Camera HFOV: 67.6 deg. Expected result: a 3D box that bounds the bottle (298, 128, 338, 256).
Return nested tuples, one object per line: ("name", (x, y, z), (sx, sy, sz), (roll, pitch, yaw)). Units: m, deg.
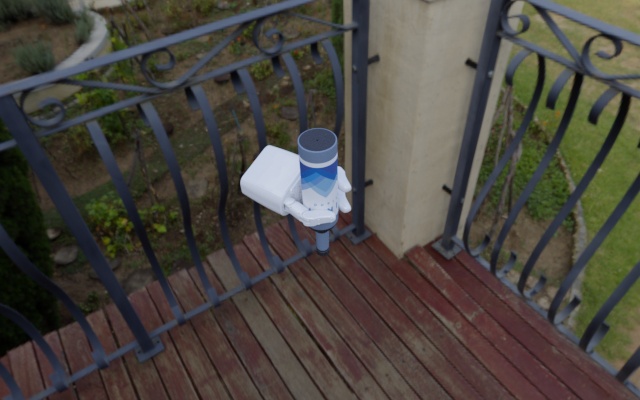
("bottle", (0.000, 0.003, 0.900), (0.069, 0.296, 0.069), (-1, 45, 1))
